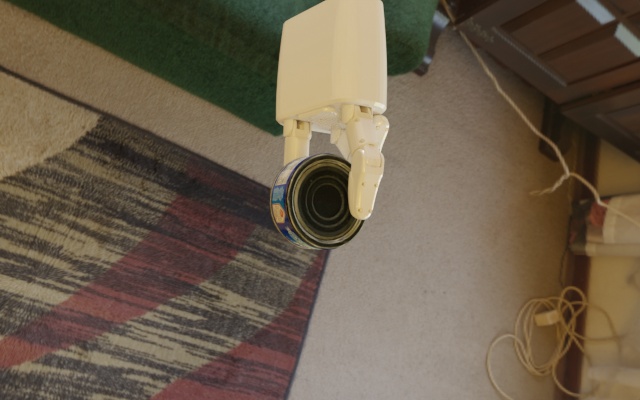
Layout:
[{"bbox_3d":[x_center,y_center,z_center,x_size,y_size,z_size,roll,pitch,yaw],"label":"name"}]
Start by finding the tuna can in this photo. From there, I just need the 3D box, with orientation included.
[{"bbox_3d":[0.000,0.001,0.426,0.086,0.086,0.034,0,-2,-30],"label":"tuna can"}]
